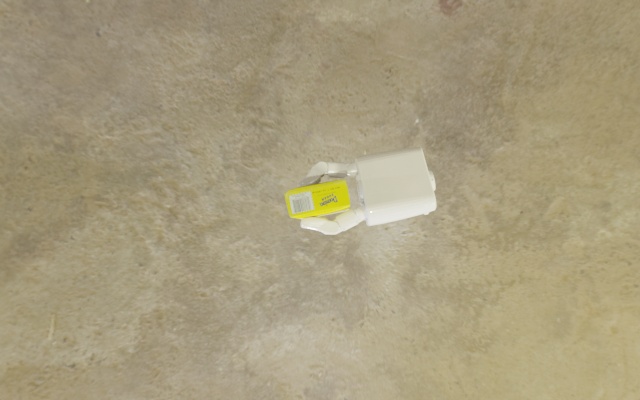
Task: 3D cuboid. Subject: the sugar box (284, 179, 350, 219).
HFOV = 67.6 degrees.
[{"bbox_3d":[0.000,0.003,0.777,0.093,0.048,0.176,-11,-6,3],"label":"sugar box"}]
